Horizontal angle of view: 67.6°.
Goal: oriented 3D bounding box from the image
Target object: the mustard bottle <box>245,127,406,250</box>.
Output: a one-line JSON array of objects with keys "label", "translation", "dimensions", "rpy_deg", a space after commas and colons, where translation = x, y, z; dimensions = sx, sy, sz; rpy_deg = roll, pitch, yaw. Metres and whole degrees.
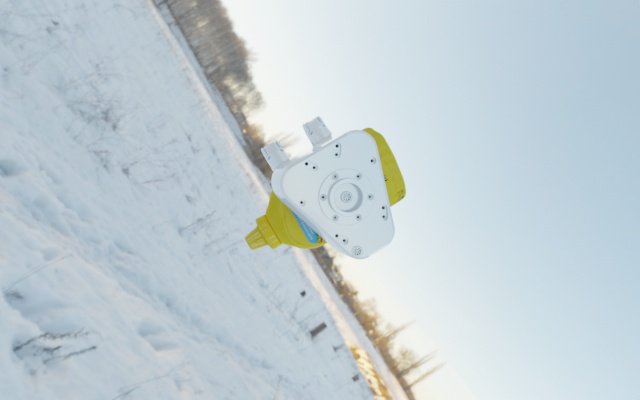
[{"label": "mustard bottle", "translation": [0.000, 0.002, 0.552], "dimensions": [0.191, 0.096, 0.058], "rpy_deg": [-31, 32, -5]}]
